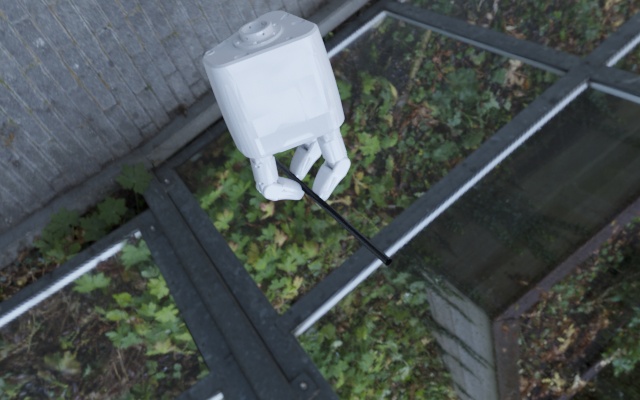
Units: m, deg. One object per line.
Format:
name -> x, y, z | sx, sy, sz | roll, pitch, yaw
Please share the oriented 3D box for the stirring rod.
stirring rod -> 0.000, 0.002, 0.534 | 0.011, 0.011, 0.239 | 0, 28, -37
